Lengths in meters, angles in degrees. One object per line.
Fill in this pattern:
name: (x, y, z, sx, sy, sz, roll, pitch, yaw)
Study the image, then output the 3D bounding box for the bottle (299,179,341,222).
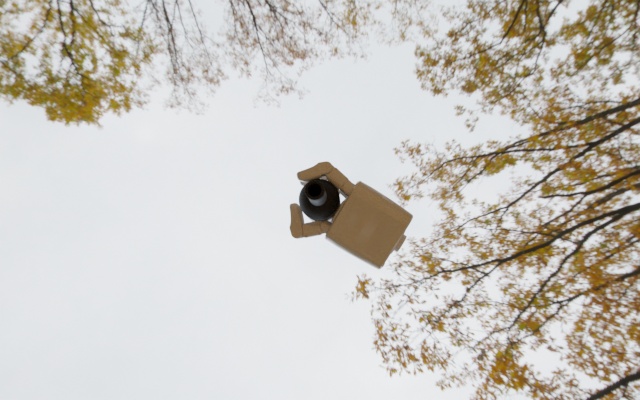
bottle: (0.000, 0.003, 0.801, 0.069, 0.069, 0.296, 0, -7, 3)
